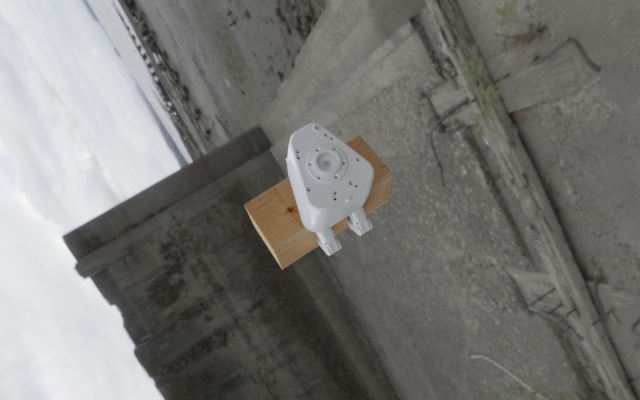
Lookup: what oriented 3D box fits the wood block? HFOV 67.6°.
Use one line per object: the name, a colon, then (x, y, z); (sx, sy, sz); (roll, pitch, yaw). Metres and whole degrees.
wood block: (0.000, 0.002, 0.735); (0.206, 0.090, 0.090); (-32, -25, -11)
